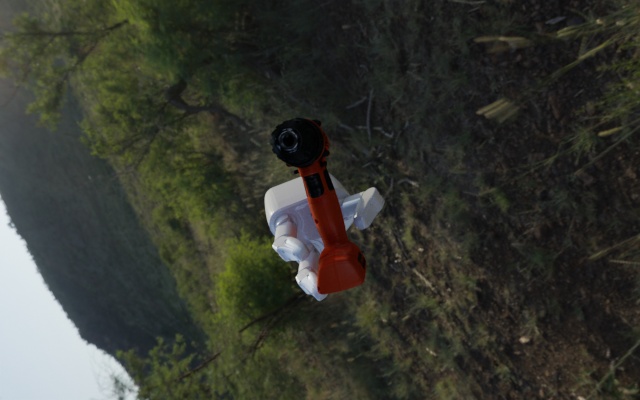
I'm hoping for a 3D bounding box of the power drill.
[{"bbox_3d":[0.000,0.002,0.524,0.057,0.187,0.184,-14,4,9],"label":"power drill"}]
